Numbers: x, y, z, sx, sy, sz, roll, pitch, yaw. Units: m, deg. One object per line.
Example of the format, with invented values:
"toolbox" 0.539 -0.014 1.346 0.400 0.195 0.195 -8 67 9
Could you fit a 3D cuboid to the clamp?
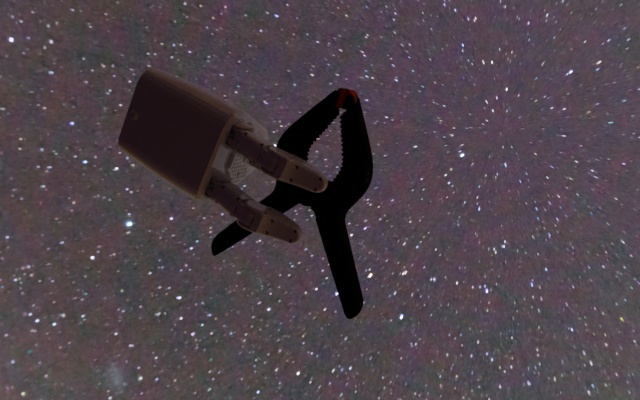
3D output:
"clamp" 0.000 0.001 0.451 0.164 0.210 0.036 29 17 9
